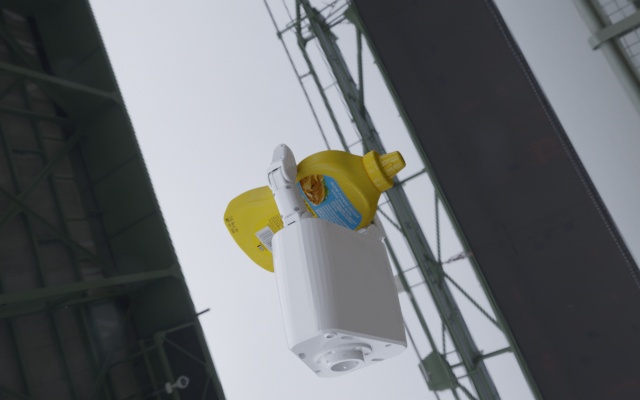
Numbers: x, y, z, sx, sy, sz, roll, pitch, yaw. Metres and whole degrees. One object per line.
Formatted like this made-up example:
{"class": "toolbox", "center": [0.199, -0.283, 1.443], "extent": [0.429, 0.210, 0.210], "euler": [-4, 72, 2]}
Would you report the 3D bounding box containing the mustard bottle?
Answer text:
{"class": "mustard bottle", "center": [0.000, 0.002, 0.496], "extent": [0.192, 0.096, 0.058], "euler": [-28, 26, 21]}
